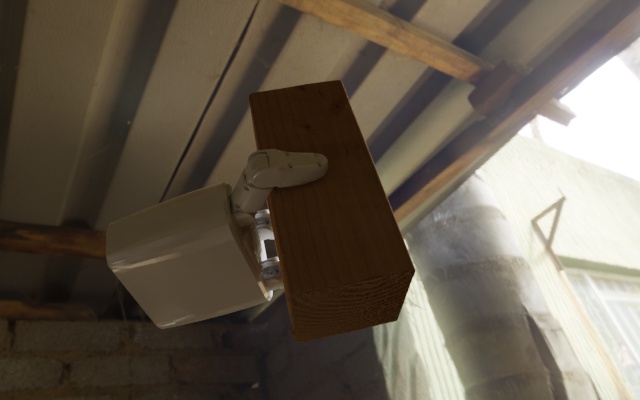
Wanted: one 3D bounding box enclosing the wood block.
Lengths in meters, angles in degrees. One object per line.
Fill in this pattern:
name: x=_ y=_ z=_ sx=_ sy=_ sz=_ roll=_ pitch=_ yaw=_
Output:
wood block: x=0.000 y=0.001 z=0.414 sx=0.090 sy=0.206 sz=0.091 roll=-10 pitch=-36 yaw=-8
